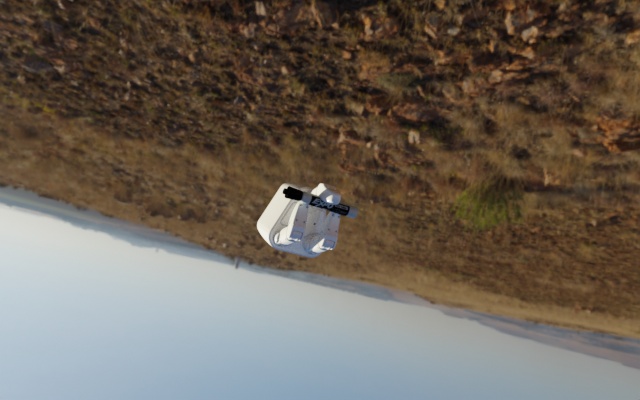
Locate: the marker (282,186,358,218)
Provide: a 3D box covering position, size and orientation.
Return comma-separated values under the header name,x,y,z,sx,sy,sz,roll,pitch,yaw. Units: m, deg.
name,x,y,z,sx,sy,sz,roll,pitch,yaw
marker,0.000,0.002,0.713,0.121,0.020,0.020,17,-7,-21
